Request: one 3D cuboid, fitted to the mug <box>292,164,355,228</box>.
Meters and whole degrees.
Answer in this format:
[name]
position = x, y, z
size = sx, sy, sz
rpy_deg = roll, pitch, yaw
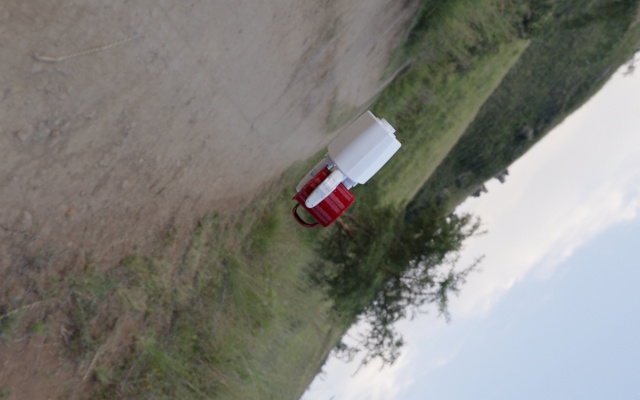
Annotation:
[mug]
position = -0.001, 0.004, 0.876
size = 0.117, 0.081, 0.093
rpy_deg = -44, 2, 14
